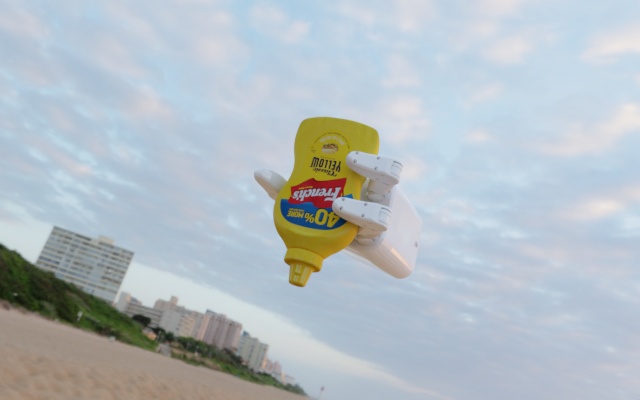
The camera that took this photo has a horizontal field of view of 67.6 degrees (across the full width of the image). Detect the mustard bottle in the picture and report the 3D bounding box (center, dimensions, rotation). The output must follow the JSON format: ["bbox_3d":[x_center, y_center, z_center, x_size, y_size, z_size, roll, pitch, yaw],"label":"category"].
[{"bbox_3d":[0.000,0.001,0.526,0.096,0.191,0.058,11,-22,12],"label":"mustard bottle"}]
